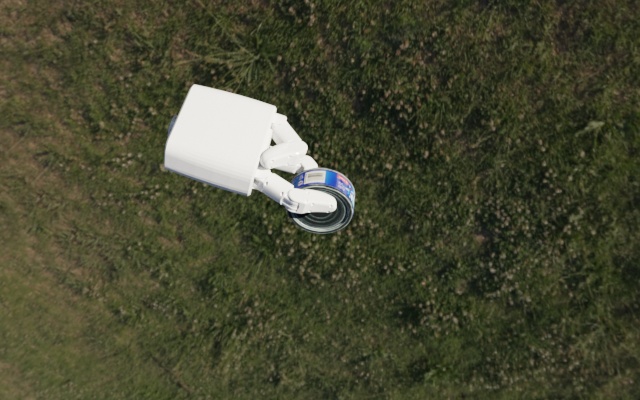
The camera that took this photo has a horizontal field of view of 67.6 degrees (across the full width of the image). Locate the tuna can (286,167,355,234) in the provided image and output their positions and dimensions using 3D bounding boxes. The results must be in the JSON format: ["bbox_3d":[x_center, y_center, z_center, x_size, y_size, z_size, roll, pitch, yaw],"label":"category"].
[{"bbox_3d":[0.000,0.002,0.600,0.086,0.086,0.033,0,43,6],"label":"tuna can"}]
